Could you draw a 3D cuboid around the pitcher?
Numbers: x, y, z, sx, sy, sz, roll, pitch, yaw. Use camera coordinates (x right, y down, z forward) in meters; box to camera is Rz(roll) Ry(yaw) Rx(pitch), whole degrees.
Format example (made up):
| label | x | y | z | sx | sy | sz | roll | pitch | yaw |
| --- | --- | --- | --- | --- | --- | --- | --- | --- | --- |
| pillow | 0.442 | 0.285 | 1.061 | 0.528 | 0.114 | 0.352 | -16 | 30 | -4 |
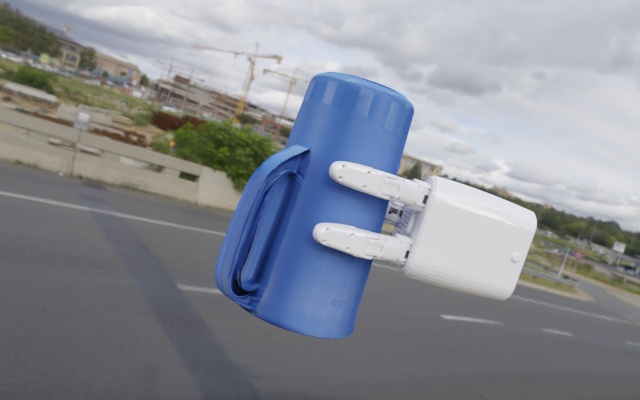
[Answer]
| label | x | y | z | sx | sy | sz | roll | pitch | yaw |
| --- | --- | --- | --- | --- | --- | --- | --- | --- | --- |
| pitcher | 0.000 | 0.002 | 0.474 | 0.145 | 0.243 | 0.149 | 18 | 4 | -2 |
